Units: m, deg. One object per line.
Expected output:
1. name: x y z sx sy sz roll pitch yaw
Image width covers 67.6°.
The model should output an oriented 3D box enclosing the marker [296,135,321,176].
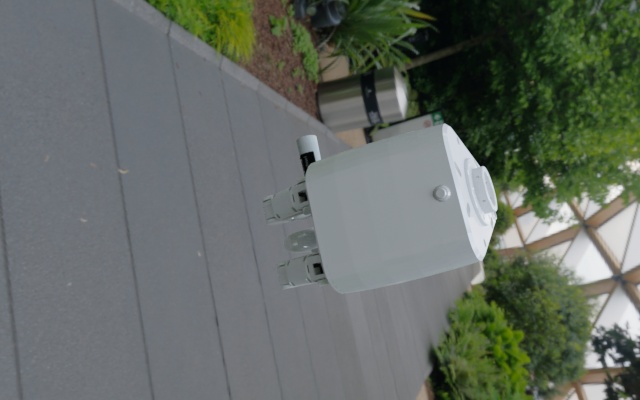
1. marker: 0.000 0.001 0.427 0.020 0.121 0.020 -12 -7 -2
